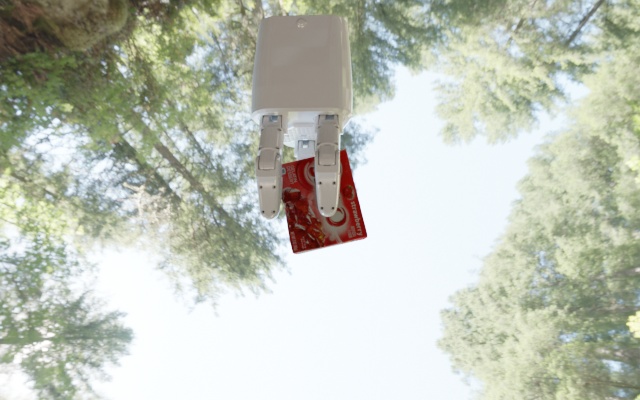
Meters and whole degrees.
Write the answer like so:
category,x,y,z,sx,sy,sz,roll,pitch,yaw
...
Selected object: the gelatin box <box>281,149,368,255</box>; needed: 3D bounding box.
category,x,y,z,sx,sy,sz,roll,pitch,yaw
gelatin box,0.000,0.002,0.463,0.073,0.089,0.030,-13,-8,1
